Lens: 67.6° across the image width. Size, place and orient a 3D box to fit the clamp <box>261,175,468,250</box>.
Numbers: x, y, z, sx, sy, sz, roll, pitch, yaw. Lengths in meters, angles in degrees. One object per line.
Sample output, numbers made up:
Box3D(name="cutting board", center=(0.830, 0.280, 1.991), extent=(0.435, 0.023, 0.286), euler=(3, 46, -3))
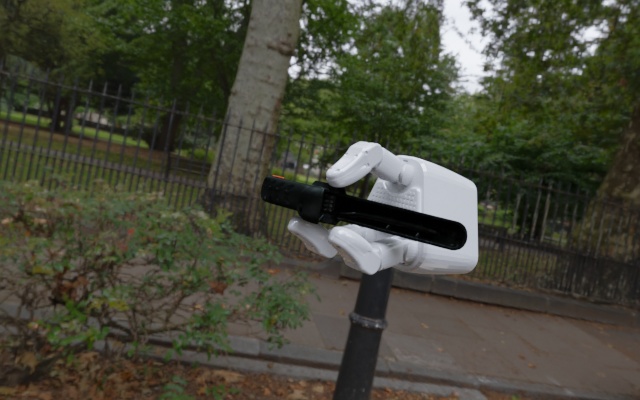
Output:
Box3D(name="clamp", center=(0.000, 0.001, 0.425), extent=(0.164, 0.036, 0.210), euler=(14, 1, -42))
